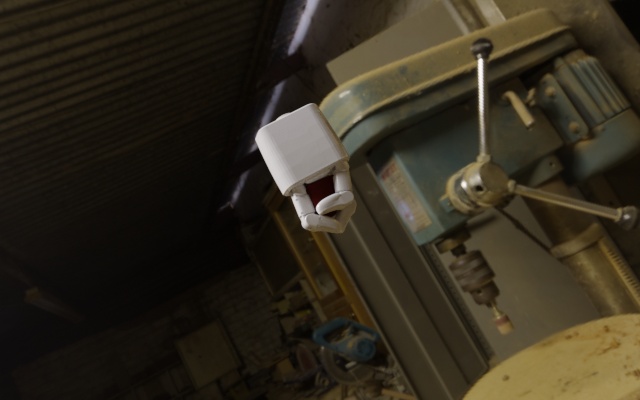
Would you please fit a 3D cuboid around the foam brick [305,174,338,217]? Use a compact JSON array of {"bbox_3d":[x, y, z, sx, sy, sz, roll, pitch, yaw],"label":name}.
[{"bbox_3d":[0.000,0.003,0.762,0.053,0.051,0.078,-26,-10,-25],"label":"foam brick"}]
